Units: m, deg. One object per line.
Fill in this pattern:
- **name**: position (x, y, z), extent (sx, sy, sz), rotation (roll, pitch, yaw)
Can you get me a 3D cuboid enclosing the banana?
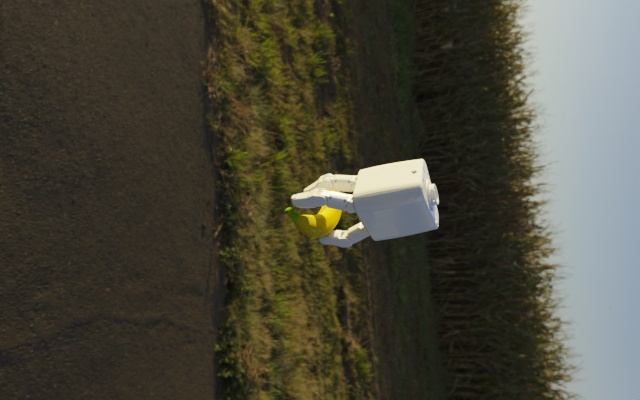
- **banana**: position (0.005, 0.021, 0.822), extent (0.037, 0.069, 0.197), rotation (-16, 6, 24)
